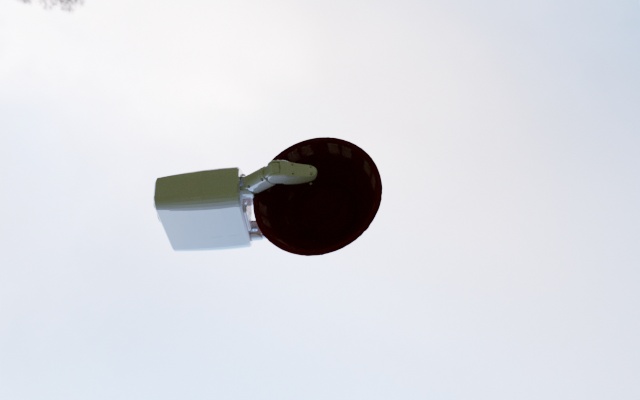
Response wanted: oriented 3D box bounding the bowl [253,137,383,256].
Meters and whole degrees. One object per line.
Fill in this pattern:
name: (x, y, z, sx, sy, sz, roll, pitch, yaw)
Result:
bowl: (0.001, 0.002, 0.597, 0.162, 0.162, 0.055, 0, -26, 15)
